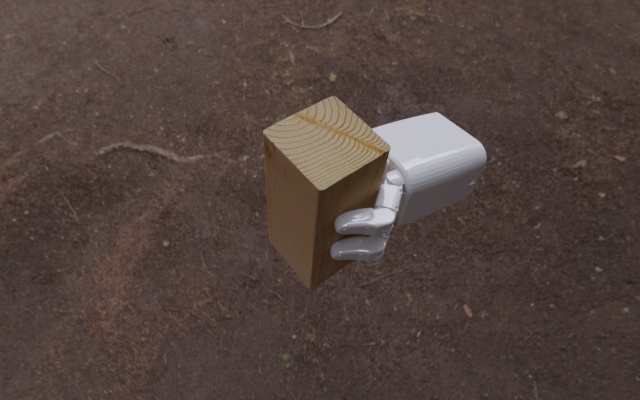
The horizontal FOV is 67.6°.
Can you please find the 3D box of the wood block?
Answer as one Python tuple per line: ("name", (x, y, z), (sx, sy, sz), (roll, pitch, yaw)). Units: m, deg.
("wood block", (0.000, 0.001, 0.531), (0.090, 0.090, 0.206), (-31, -28, -23))
